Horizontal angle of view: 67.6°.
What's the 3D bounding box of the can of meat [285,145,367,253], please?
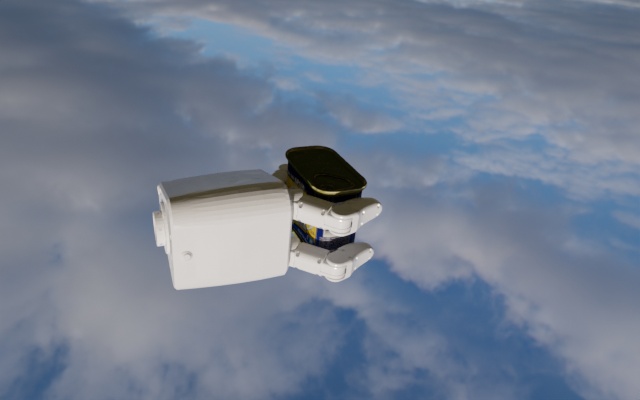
[{"bbox_3d":[0.000,0.002,0.500,0.057,0.084,0.102,-8,33,-24],"label":"can of meat"}]
